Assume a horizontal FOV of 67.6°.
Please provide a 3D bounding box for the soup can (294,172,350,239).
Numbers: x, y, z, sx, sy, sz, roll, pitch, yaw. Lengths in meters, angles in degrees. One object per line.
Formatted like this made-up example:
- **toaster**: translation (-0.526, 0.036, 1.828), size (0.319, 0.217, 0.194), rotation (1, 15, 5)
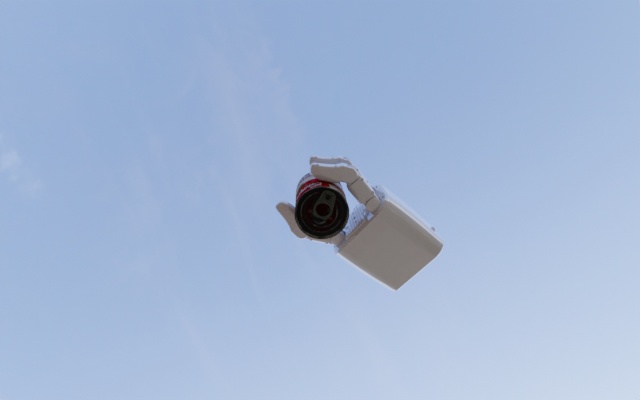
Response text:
- **soup can**: translation (0.000, 0.002, 0.633), size (0.068, 0.068, 0.102), rotation (0, 16, -2)
